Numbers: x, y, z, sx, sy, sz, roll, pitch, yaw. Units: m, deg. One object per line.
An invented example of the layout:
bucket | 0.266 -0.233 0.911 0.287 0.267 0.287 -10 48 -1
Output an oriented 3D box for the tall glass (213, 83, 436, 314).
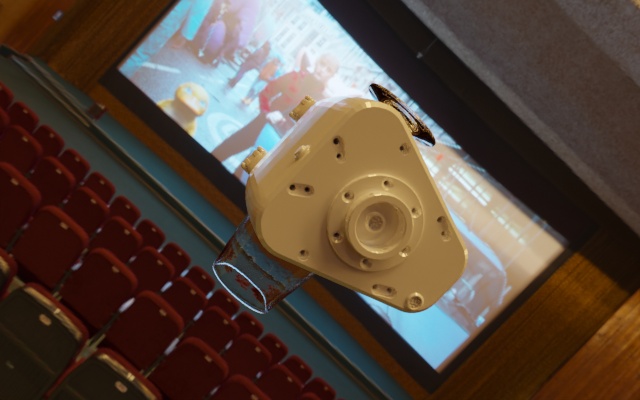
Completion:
tall glass | 0.001 0.001 0.400 0.079 0.201 0.079 43 2 -2
